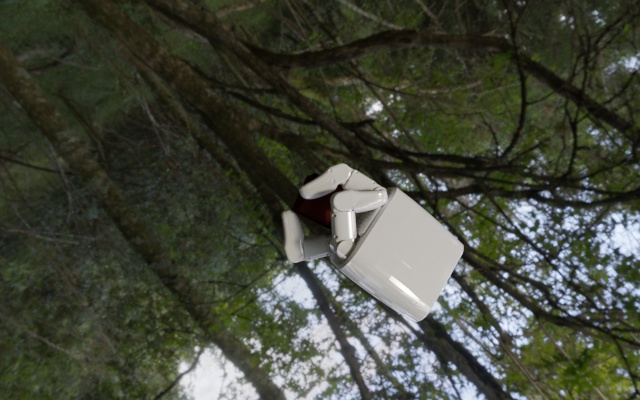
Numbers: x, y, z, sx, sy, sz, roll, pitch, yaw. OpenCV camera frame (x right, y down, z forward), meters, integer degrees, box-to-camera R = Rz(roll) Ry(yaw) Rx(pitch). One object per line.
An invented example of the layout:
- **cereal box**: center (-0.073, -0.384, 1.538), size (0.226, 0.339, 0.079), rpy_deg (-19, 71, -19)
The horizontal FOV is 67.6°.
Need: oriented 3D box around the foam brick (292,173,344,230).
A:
- **foam brick**: center (0.000, 0.002, 0.579), size (0.051, 0.053, 0.078), rpy_deg (25, -2, -8)
